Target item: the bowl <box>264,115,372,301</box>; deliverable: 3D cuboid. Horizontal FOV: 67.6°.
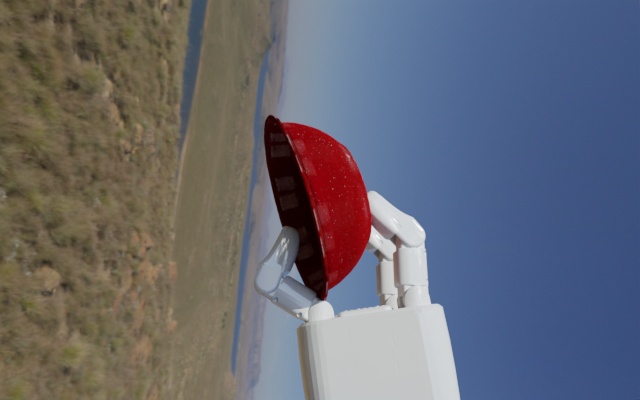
[{"bbox_3d":[0.000,0.000,0.407,0.055,0.162,0.162,-16,4,-13],"label":"bowl"}]
